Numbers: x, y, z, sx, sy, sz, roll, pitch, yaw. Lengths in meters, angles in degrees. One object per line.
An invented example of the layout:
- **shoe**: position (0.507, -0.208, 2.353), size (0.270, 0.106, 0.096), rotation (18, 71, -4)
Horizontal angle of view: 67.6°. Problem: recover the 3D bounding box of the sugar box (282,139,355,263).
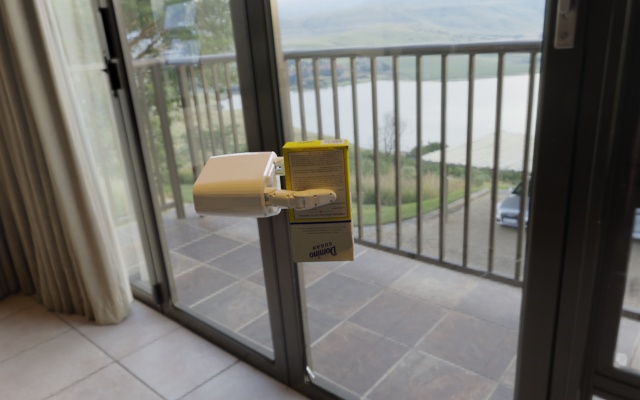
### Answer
- **sugar box**: position (0.000, 0.002, 0.700), size (0.093, 0.176, 0.048), rotation (-2, 20, 6)
